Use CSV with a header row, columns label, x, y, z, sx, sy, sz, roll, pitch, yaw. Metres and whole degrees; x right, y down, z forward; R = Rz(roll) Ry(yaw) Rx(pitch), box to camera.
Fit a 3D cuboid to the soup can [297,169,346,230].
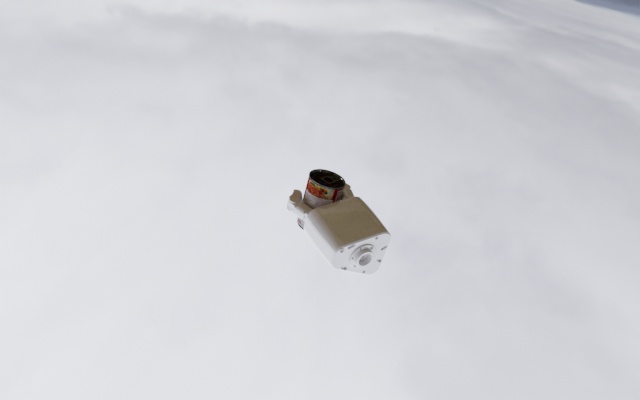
label,x,y,z,sx,sy,sz,roll,pitch,yaw
soup can,0.000,0.003,0.874,0.068,0.102,0.068,13,29,-7
